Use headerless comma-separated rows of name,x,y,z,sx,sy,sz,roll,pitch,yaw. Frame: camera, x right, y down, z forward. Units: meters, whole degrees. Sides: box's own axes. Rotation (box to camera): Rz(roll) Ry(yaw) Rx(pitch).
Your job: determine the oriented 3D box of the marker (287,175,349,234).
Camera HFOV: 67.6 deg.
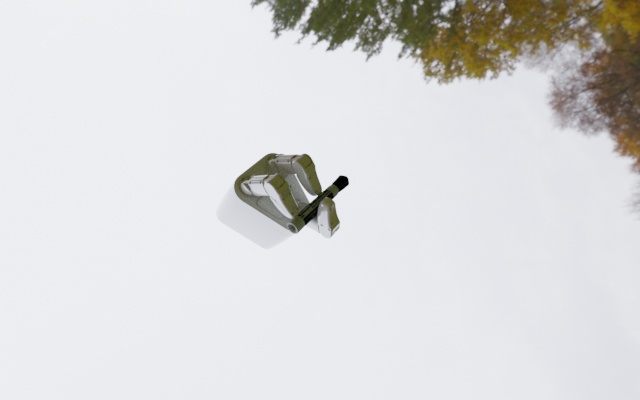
marker,0.000,0.002,0.638,0.020,0.020,0.121,0,34,46
